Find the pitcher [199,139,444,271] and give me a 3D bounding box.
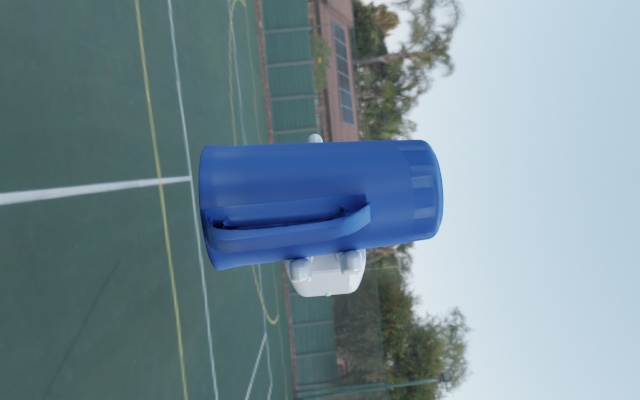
[{"bbox_3d":[0.000,0.002,0.502,0.243,0.149,0.145,-5,-29,-1],"label":"pitcher"}]
